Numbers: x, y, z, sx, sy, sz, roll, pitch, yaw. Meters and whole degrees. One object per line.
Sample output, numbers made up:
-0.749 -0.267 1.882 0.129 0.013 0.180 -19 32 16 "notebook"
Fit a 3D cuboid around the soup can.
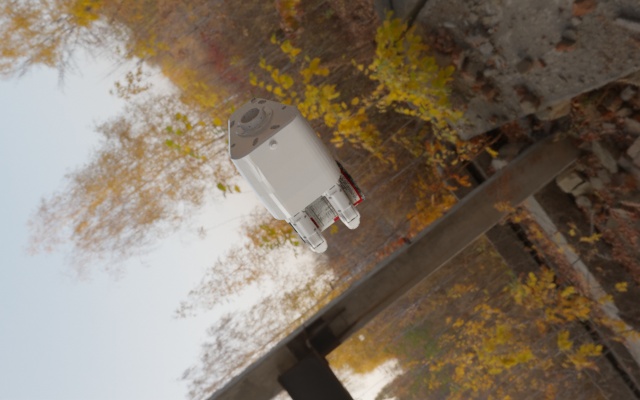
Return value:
0.000 0.003 0.651 0.102 0.068 0.068 -37 2 -2 "soup can"
